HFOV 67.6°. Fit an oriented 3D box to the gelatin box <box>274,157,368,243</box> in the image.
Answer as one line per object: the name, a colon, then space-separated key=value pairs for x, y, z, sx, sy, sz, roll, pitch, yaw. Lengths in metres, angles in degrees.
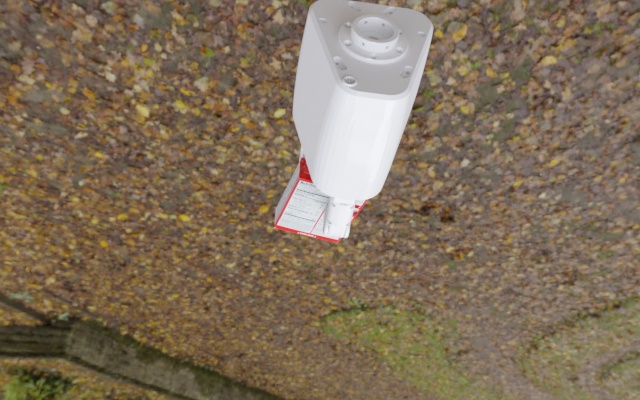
gelatin box: x=0.000 y=0.002 z=0.485 sx=0.073 sy=0.030 sz=0.089 roll=14 pitch=-41 yaw=-15
